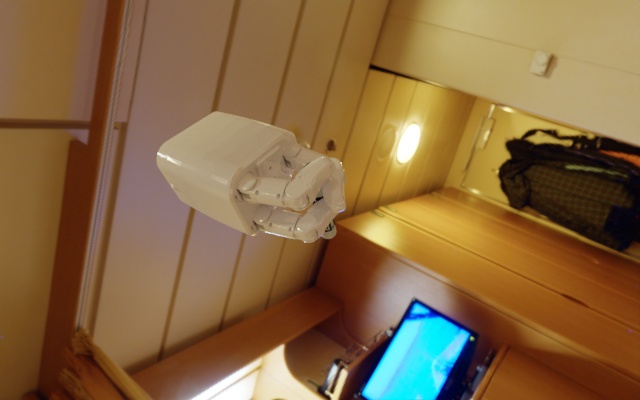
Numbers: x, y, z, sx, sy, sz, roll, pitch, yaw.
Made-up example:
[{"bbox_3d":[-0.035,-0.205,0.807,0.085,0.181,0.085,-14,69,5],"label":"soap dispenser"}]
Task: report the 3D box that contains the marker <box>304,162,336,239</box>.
[{"bbox_3d":[0.000,0.002,0.516,0.020,0.020,0.121,0,-37,11],"label":"marker"}]
